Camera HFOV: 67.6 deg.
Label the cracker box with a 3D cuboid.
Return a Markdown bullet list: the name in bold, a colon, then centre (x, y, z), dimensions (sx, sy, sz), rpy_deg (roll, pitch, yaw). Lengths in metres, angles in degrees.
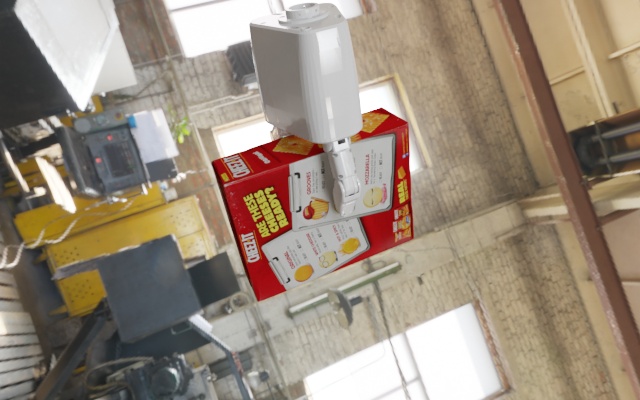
- **cracker box**: centre (0.000, 0.002, 0.559), dimensions (0.213, 0.164, 0.072), rpy_deg (-20, 34, -15)
